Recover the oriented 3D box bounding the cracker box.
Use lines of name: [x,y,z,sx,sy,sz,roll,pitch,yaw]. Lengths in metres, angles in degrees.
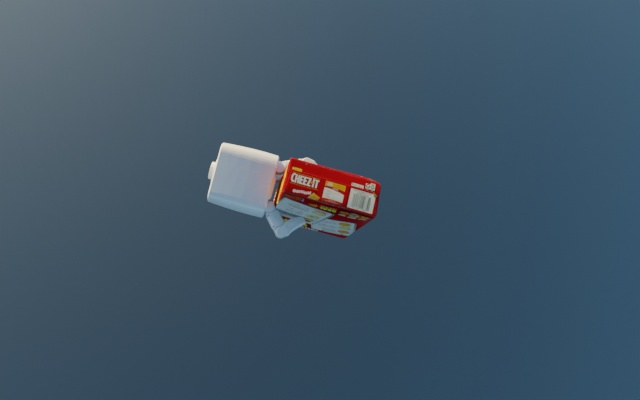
cracker box: [0.000,0.003,0.887,0.164,0.072,0.214,15,-16,-8]
